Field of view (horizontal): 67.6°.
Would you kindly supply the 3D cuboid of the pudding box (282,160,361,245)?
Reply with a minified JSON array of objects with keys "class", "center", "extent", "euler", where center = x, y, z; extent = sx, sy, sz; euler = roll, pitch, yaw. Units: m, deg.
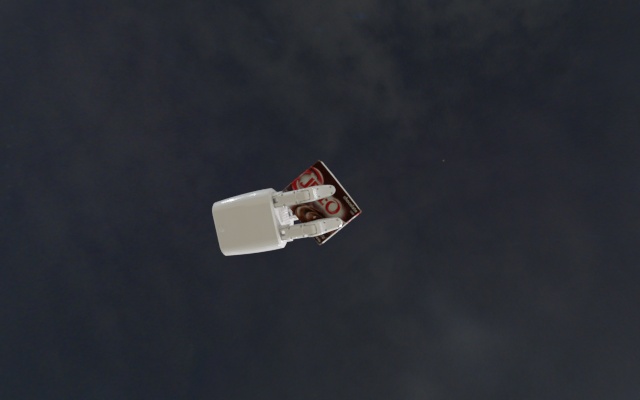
[{"class":"pudding box","center":[0.000,0.003,0.801],"extent":[0.090,0.113,0.039],"euler":[-40,-2,8]}]
